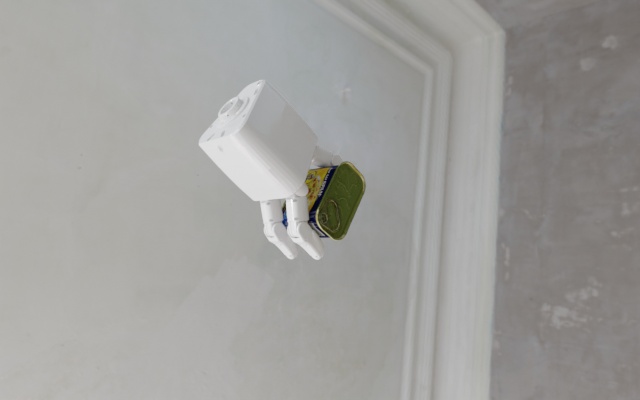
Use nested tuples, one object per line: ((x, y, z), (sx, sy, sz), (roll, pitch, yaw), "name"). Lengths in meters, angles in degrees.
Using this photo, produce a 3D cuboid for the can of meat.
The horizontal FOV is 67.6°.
((0.000, 0.002, 0.635), (0.084, 0.102, 0.057), (-4, -38, 46), "can of meat")
